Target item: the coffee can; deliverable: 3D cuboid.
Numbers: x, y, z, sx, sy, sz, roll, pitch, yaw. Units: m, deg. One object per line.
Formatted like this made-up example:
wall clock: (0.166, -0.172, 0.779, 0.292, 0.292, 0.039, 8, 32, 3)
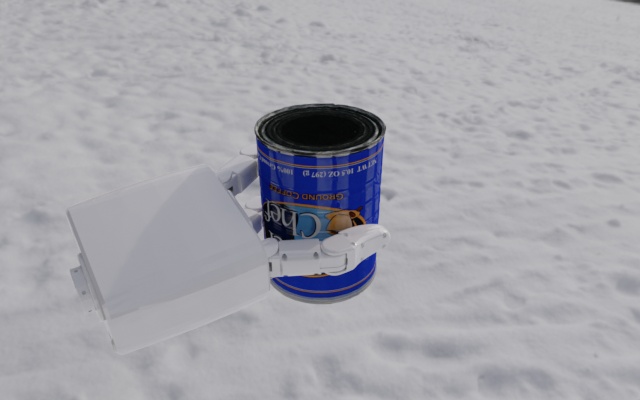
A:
coffee can: (0.000, 0.001, 0.407, 0.103, 0.140, 0.102, 0, 31, 0)
